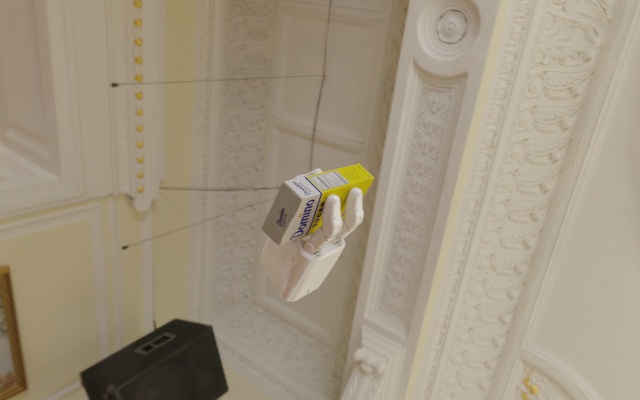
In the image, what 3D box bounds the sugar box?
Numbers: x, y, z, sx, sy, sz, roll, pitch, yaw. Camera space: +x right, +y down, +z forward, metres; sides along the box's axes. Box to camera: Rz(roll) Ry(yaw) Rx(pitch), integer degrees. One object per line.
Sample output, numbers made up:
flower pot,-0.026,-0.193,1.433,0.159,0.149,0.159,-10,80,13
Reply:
sugar box,0.000,0.003,0.718,0.048,0.093,0.176,43,36,21
